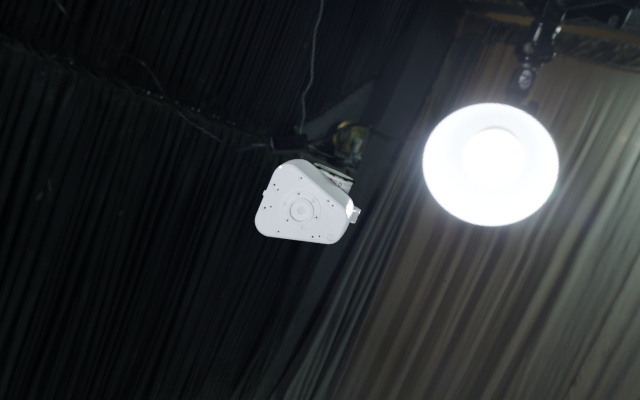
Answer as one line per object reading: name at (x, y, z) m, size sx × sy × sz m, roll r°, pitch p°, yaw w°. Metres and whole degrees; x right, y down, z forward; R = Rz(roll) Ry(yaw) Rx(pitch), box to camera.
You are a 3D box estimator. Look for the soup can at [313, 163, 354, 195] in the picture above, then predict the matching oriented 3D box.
soup can at (0.000, 0.002, 0.724) m, size 0.068 × 0.102 × 0.068 m, roll 23°, pitch 8°, yaw -3°
